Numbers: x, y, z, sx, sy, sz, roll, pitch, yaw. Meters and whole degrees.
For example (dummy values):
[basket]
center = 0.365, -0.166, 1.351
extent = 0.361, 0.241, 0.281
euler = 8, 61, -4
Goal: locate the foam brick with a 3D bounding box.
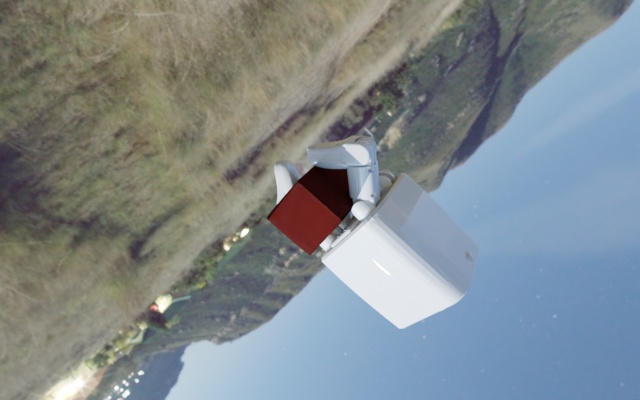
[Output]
[foam brick]
center = 0.000, 0.002, 0.432
extent = 0.053, 0.051, 0.078
euler = -48, -1, 34
